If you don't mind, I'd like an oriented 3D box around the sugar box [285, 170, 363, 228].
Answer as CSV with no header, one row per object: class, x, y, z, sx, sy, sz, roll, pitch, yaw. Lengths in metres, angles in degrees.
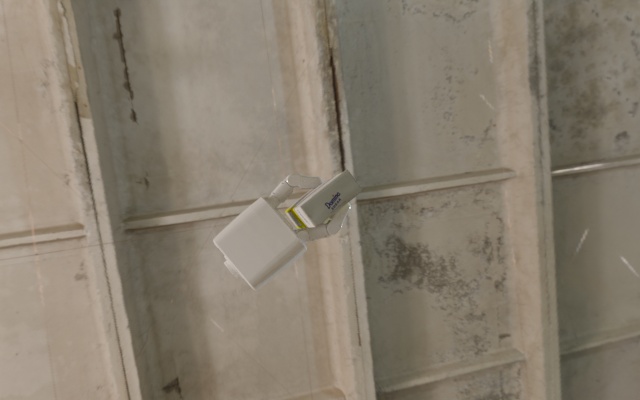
sugar box,0.000,0.003,0.773,0.093,0.048,0.176,-38,6,-10
